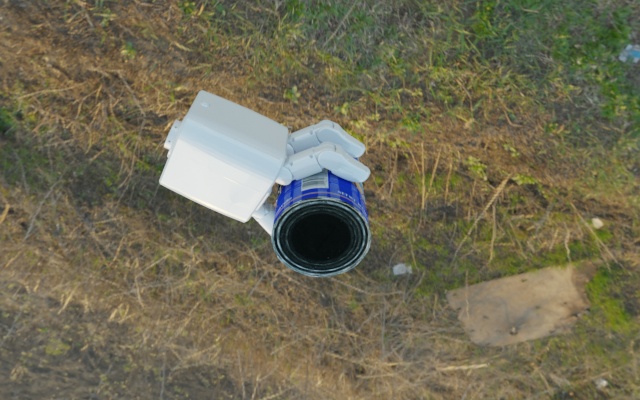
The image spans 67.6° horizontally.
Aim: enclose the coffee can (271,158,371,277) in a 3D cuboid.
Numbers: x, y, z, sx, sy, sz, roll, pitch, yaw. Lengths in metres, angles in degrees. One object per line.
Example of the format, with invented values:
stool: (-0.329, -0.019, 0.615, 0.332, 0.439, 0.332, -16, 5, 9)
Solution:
coffee can: (0.000, 0.002, 0.543, 0.103, 0.103, 0.140, 0, 33, -1)
